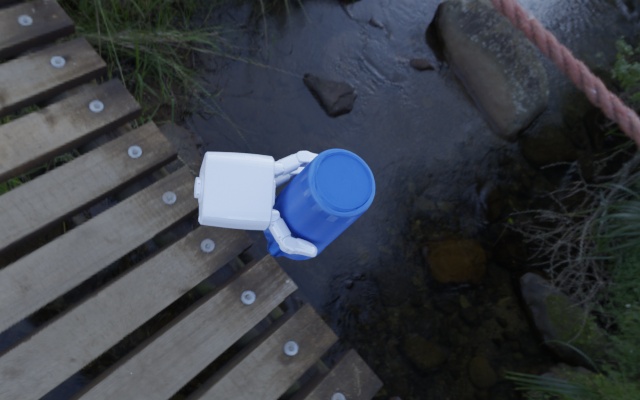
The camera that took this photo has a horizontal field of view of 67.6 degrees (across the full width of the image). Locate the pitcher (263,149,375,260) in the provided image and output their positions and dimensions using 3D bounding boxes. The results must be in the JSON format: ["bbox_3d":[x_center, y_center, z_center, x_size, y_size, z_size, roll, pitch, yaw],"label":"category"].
[{"bbox_3d":[0.000,0.003,0.798,0.145,0.149,0.243,4,-20,-19],"label":"pitcher"}]
